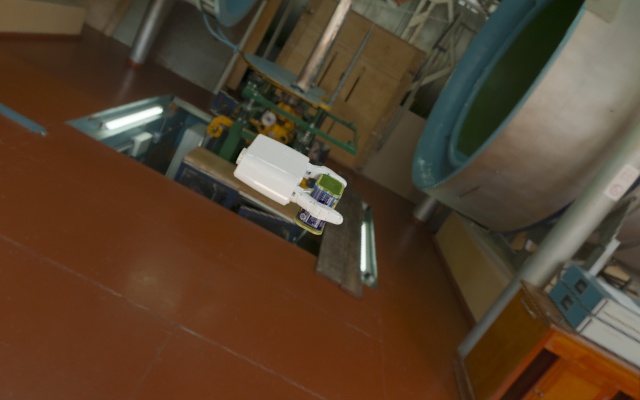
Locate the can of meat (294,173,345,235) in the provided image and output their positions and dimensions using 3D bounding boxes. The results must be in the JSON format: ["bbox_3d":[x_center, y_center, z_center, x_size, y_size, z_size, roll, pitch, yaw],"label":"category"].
[{"bbox_3d":[0.000,0.003,0.887,0.057,0.084,0.102,29,18,-2],"label":"can of meat"}]
